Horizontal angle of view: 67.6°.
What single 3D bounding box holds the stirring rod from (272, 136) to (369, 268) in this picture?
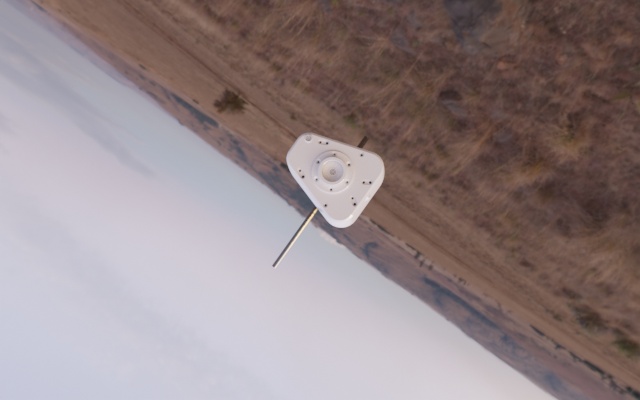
[{"bbox_3d":[0.000,0.002,0.720,0.011,0.239,0.011,36,-1,1],"label":"stirring rod"}]
